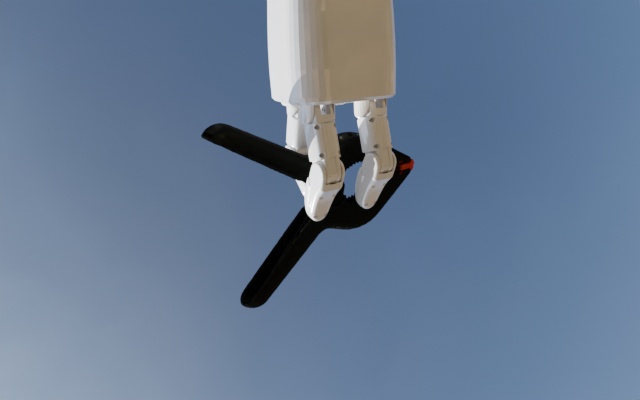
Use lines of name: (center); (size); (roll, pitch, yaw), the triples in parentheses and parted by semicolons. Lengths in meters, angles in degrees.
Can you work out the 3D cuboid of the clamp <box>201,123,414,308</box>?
clamp: (0.000, 0.001, 0.444); (0.210, 0.164, 0.036); (-13, 20, -31)
